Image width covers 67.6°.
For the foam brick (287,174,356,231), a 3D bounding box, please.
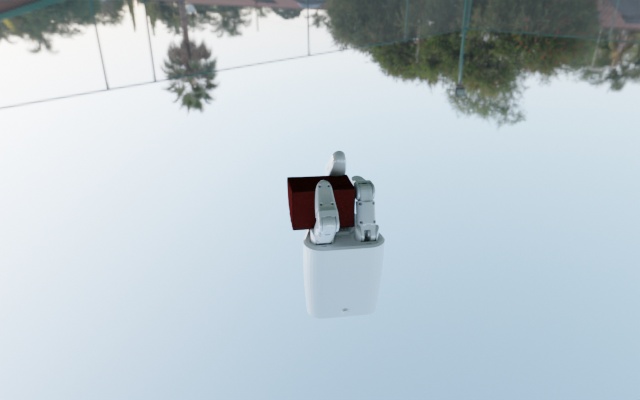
[{"bbox_3d":[0.000,0.002,0.584,0.078,0.051,0.053,-3,24,-8],"label":"foam brick"}]
